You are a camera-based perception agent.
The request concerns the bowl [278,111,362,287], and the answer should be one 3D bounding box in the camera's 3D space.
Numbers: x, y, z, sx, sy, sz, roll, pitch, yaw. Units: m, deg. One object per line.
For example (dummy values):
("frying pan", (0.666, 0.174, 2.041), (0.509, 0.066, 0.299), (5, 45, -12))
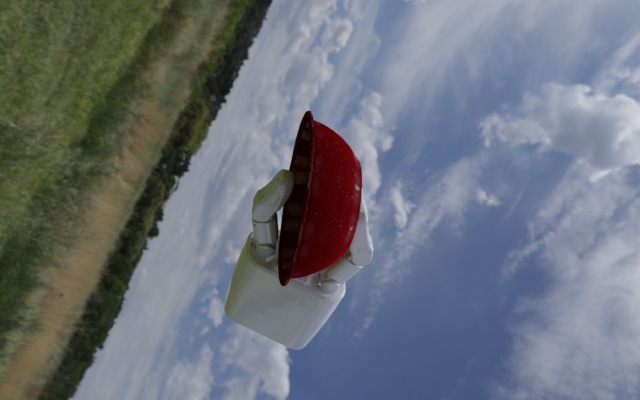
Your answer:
("bowl", (0.001, 0.001, 0.442), (0.055, 0.162, 0.162), (8, -1, -9))
